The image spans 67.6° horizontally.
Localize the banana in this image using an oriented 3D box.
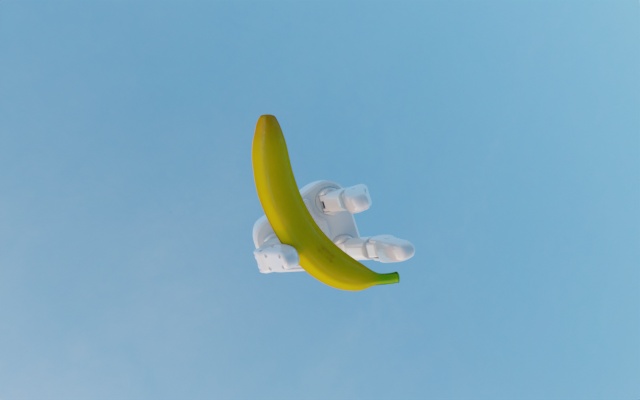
[{"bbox_3d":[-0.012,0.016,0.443,0.069,0.198,0.037,-39,7,0],"label":"banana"}]
